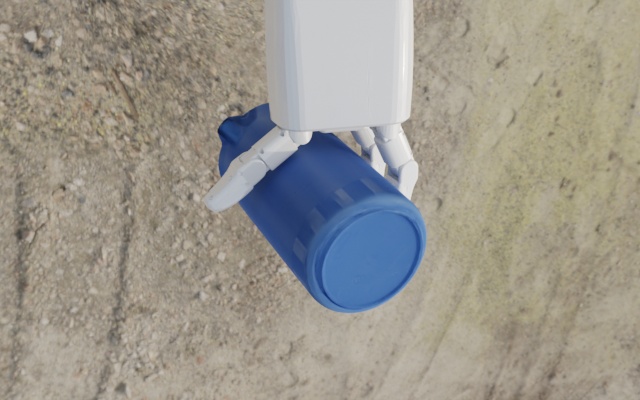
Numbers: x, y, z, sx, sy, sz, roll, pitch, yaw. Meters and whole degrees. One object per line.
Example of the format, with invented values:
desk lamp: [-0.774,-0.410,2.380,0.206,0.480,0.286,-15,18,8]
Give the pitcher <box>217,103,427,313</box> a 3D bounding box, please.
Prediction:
pitcher: [0.000,0.001,0.469,0.149,0.145,0.242,-13,30,-20]
